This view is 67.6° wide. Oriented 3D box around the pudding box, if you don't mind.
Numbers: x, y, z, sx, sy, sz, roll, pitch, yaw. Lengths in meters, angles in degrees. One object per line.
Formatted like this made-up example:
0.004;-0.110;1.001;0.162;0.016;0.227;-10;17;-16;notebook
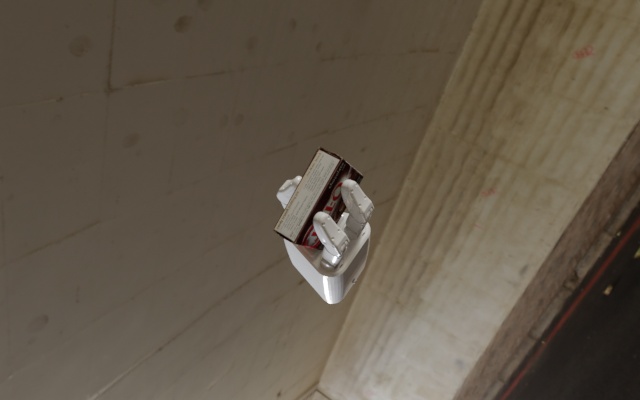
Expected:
0.000;0.002;0.573;0.039;0.113;0.090;27;0;22;pudding box
